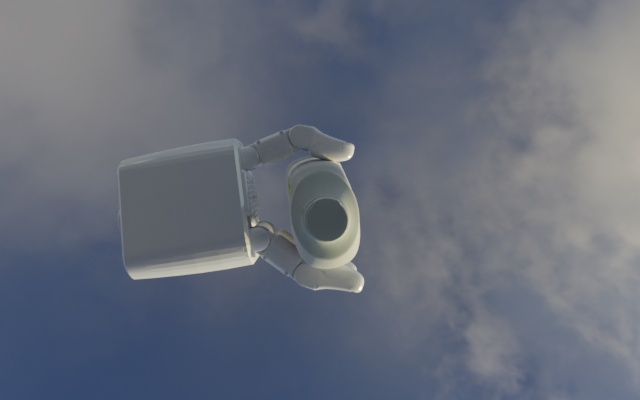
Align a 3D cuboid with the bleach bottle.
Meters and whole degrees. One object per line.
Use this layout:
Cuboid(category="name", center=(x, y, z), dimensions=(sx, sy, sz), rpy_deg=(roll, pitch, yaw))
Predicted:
Cuboid(category="bleach bottle", center=(0.000, 0.002, 0.437), dimensions=(0.068, 0.102, 0.251), rpy_deg=(-9, 2, -1))
